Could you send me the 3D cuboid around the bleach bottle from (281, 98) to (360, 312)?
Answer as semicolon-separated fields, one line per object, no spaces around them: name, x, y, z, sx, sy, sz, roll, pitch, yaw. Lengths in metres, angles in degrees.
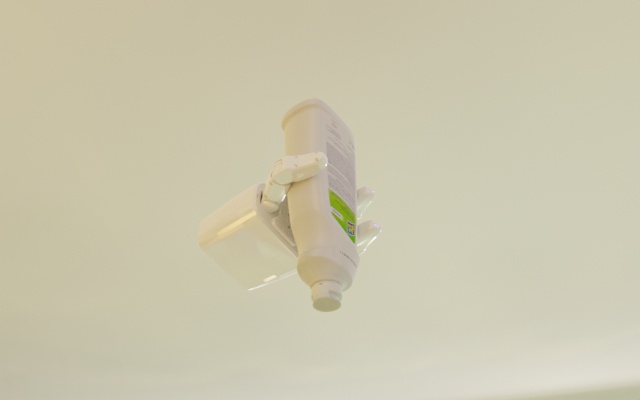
bleach bottle;0.000;0.002;0.537;0.068;0.250;0.103;-27;-47;28
